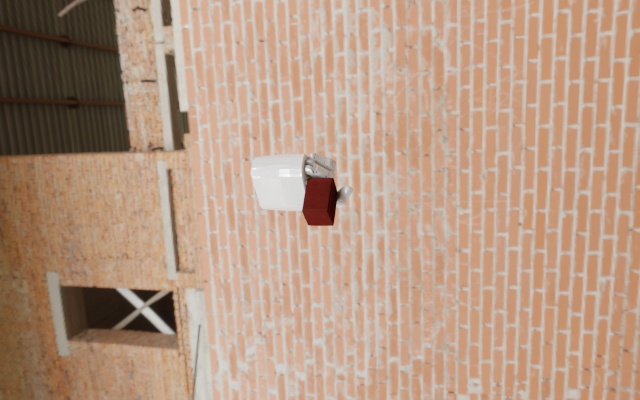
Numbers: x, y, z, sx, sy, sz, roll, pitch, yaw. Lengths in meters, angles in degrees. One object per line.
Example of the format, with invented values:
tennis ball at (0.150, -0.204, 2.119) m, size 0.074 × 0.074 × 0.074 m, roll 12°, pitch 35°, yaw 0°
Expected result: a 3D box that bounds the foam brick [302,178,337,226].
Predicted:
foam brick at (0.000, 0.003, 0.895) m, size 0.051 × 0.078 × 0.053 m, roll 0°, pitch -34°, yaw 13°
